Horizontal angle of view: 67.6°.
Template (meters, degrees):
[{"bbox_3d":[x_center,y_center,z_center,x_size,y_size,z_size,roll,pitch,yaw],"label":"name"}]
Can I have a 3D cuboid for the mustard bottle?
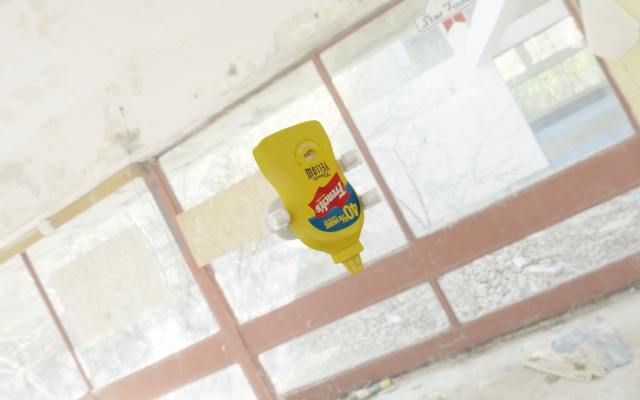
[{"bbox_3d":[0.000,0.002,0.579,0.096,0.191,0.058,-26,-3,-36],"label":"mustard bottle"}]
